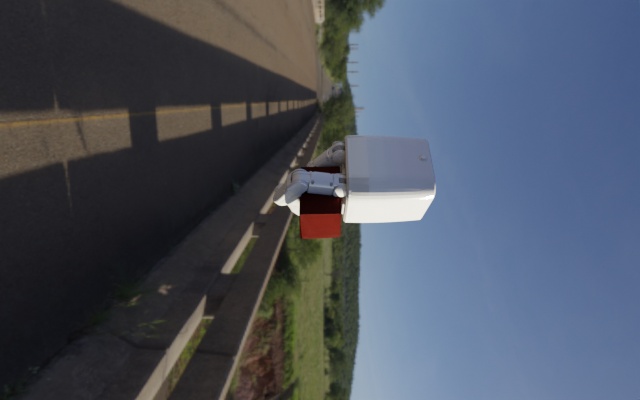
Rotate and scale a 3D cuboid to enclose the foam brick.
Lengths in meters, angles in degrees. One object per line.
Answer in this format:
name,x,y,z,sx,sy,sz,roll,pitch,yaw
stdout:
foam brick,0.000,0.002,0.600,0.051,0.078,0.053,0,-37,0
